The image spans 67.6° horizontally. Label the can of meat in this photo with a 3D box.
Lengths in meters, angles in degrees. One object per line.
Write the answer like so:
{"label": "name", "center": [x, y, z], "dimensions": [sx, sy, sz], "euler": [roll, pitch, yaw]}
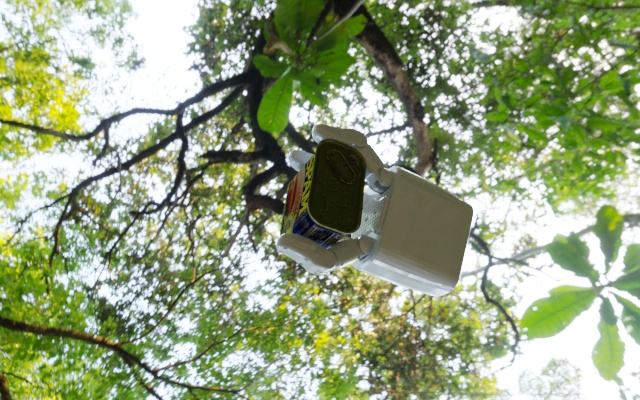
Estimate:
{"label": "can of meat", "center": [0.000, 0.002, 0.497], "dimensions": [0.057, 0.102, 0.084], "euler": [20, -34, -18]}
